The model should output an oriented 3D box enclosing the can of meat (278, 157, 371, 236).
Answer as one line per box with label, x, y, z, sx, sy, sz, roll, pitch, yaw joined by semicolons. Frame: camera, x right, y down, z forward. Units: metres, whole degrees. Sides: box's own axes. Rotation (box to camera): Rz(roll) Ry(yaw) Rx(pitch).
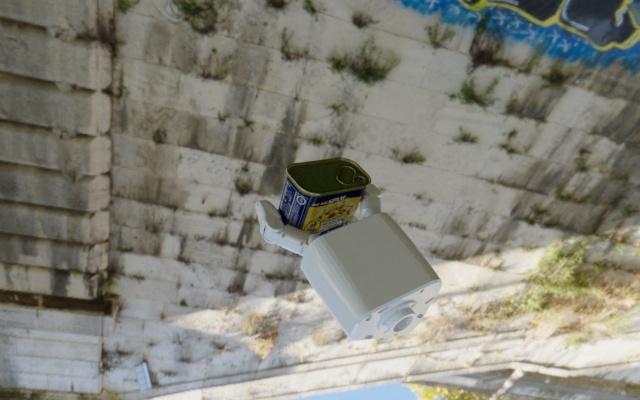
can of meat;0.000;0.002;0.569;0.102;0.084;0.057;-11;45;-36
